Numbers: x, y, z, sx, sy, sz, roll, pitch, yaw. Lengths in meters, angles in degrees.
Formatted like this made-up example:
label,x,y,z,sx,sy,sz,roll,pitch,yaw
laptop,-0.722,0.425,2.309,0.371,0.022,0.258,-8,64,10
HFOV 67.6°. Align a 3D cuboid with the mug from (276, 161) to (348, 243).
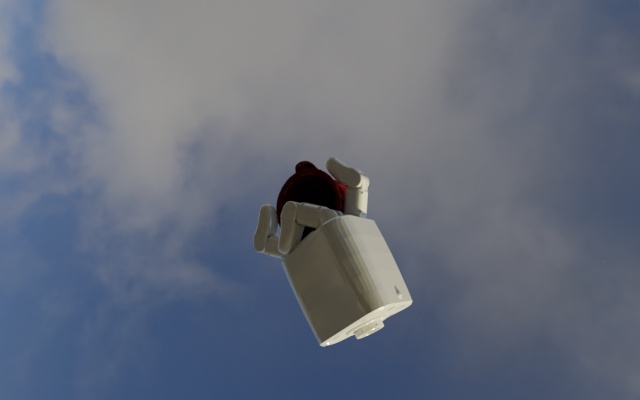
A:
label,x,y,z,sx,sy,sz,roll,pitch,yaw
mug,0.000,0.001,0.613,0.093,0.117,0.081,-33,-24,23
